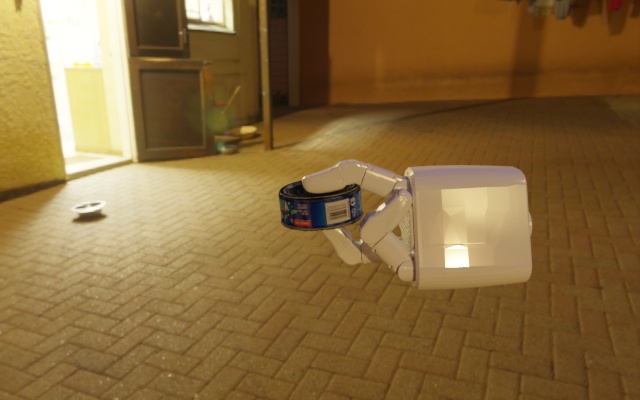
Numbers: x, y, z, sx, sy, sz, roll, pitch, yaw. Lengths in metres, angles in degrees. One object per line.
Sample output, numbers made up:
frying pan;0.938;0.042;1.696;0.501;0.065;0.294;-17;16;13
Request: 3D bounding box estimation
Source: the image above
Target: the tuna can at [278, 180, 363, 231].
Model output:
tuna can;0.000;0.001;0.491;0.086;0.034;0.086;-5;16;2
